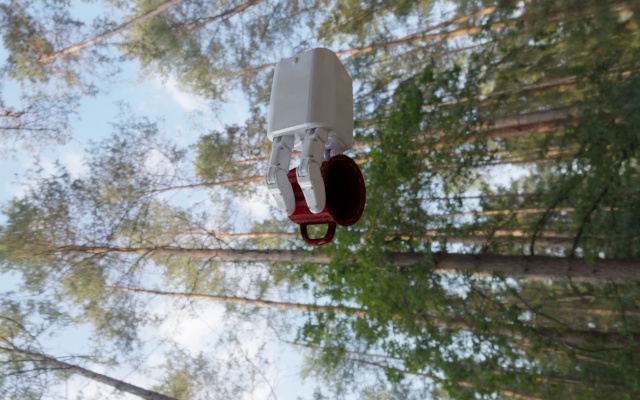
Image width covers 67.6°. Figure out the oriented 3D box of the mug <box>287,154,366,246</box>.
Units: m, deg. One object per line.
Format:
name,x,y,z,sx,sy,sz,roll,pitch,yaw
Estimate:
mug,0.000,0.004,0.629,0.081,0.117,0.093,-7,-18,39
